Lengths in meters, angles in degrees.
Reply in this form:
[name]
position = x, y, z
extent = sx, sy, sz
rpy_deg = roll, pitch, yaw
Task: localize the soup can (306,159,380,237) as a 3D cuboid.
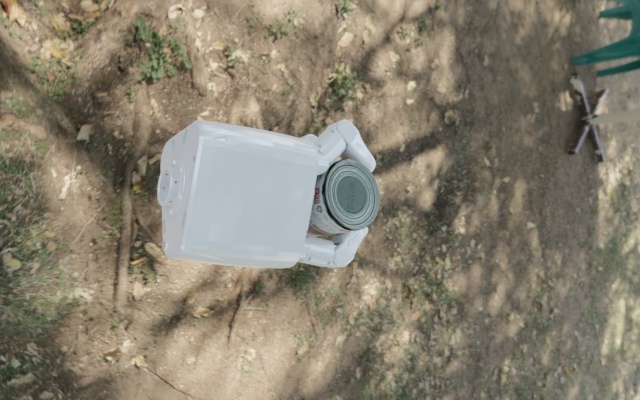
[soup can]
position = 0.001, 0.002, 0.470
extent = 0.068, 0.068, 0.102
rpy_deg = 0, -9, -37
